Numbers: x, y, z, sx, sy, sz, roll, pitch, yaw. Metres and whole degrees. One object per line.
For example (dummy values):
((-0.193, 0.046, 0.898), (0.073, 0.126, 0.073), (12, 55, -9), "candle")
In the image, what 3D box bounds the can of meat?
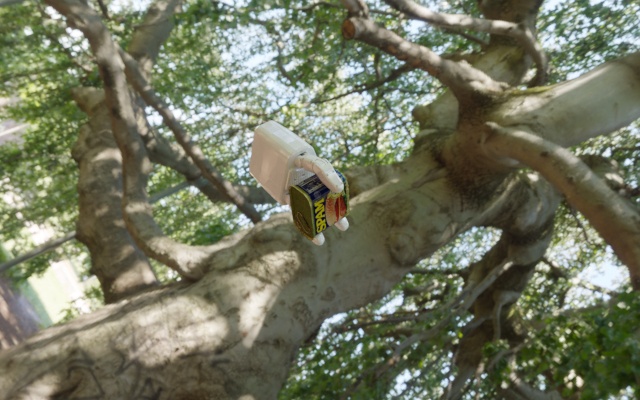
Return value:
((0.000, 0.002, 0.791), (0.084, 0.102, 0.057), (-31, 48, -27), "can of meat")
